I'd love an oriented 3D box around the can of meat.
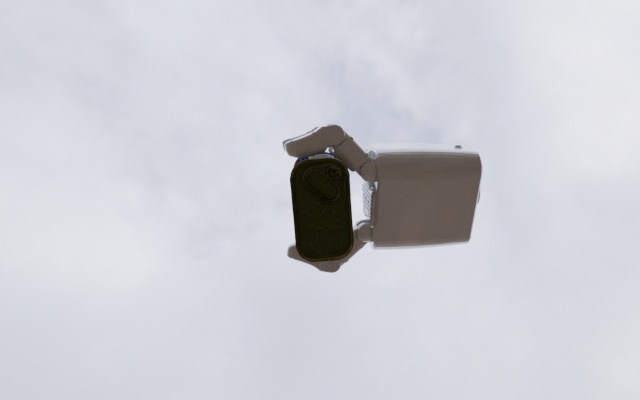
[{"bbox_3d":[0.000,0.002,0.498,0.057,0.102,0.084,-5,12,-1],"label":"can of meat"}]
